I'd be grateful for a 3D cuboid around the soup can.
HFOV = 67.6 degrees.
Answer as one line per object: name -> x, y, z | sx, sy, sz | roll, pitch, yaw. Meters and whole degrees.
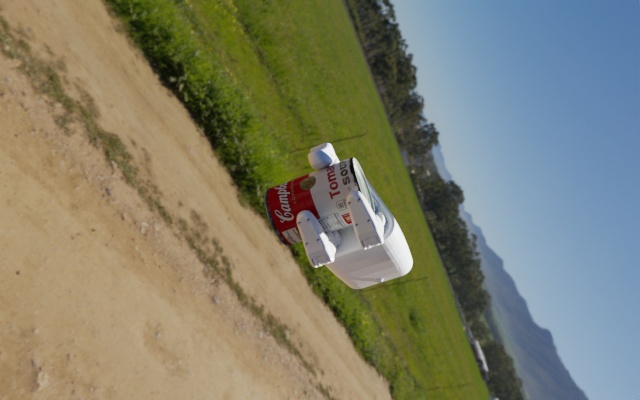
soup can -> 0.000, 0.001, 0.517 | 0.102, 0.068, 0.068 | -20, -5, 14
